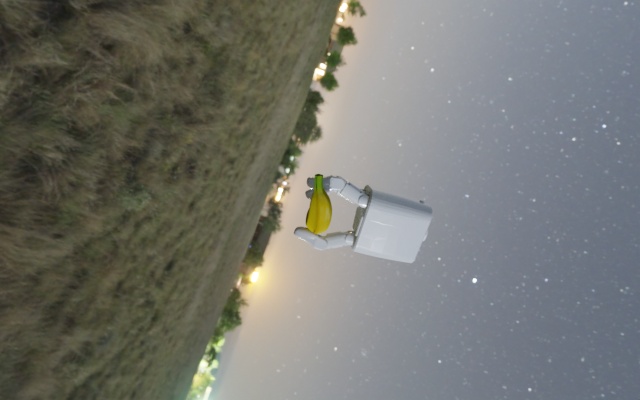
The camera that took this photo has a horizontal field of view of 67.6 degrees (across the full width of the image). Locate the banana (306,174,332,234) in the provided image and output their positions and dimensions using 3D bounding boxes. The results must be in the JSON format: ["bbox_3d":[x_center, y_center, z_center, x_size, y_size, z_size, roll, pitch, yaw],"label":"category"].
[{"bbox_3d":[-0.002,0.020,0.757,0.037,0.069,0.198,9,-15,-3],"label":"banana"}]
